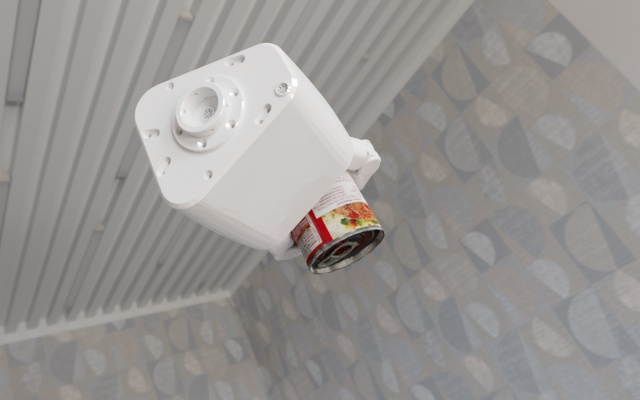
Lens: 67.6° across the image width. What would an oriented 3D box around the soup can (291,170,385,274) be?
[{"bbox_3d":[0.000,0.001,0.403,0.068,0.102,0.068,-23,-25,-11],"label":"soup can"}]
